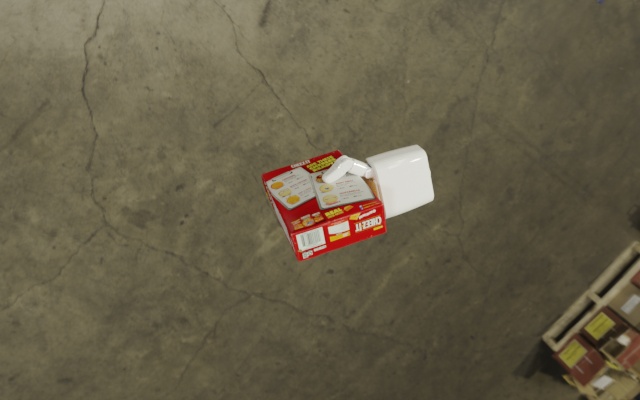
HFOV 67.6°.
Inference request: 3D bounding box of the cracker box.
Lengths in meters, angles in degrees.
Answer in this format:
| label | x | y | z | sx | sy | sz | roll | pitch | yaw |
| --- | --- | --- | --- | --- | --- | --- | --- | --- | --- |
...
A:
| label | x | y | z | sx | sy | sz | roll | pitch | yaw |
| --- | --- | --- | --- | --- | --- | --- | --- | --- | --- |
| cracker box | 0.000 | 0.003 | 0.867 | 0.164 | 0.072 | 0.213 | -18 | 35 | -11 |
